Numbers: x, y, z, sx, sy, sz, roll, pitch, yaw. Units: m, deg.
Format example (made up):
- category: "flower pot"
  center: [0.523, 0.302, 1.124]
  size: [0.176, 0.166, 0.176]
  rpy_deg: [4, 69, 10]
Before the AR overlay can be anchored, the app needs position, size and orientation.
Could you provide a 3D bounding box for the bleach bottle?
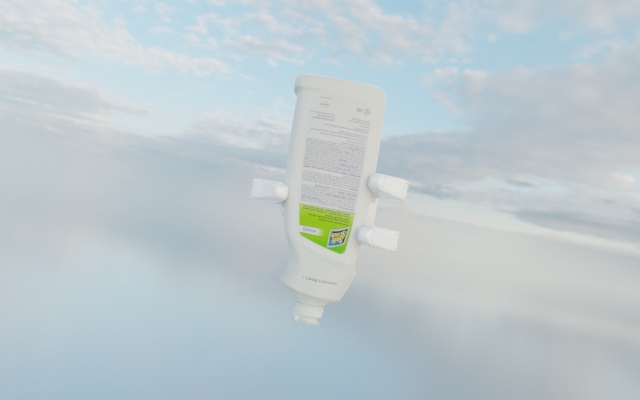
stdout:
- category: "bleach bottle"
  center: [0.000, 0.002, 0.505]
  size: [0.102, 0.251, 0.068]
  rpy_deg: [11, -3, 4]
